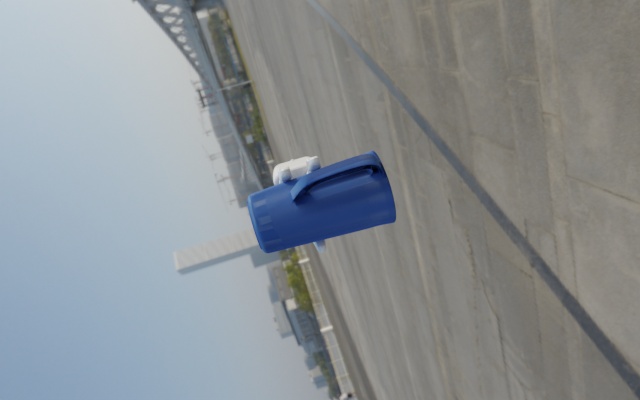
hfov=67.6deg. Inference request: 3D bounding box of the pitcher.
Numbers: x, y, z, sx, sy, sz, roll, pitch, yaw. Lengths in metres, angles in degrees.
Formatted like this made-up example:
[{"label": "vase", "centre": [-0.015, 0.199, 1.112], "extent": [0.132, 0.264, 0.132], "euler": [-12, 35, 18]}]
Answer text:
[{"label": "pitcher", "centre": [0.000, 0.003, 0.828], "extent": [0.243, 0.149, 0.145], "euler": [-17, 18, -4]}]
